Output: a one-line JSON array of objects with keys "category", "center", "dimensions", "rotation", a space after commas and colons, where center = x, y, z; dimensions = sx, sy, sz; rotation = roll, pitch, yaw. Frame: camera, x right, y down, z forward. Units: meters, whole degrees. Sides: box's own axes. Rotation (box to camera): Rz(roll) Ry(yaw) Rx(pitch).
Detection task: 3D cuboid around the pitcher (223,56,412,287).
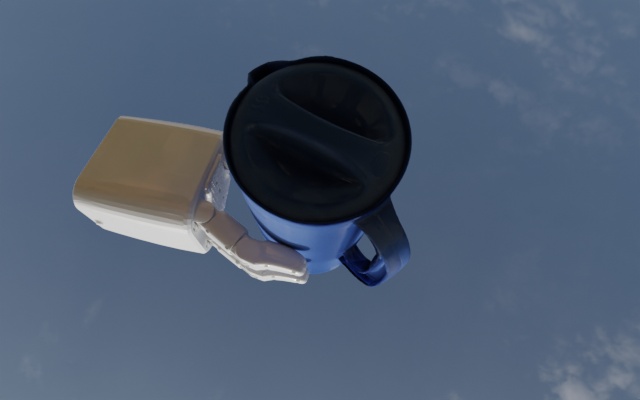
[{"category": "pitcher", "center": [0.000, 0.001, 0.438], "dimensions": [0.145, 0.149, 0.243], "rotation": [9, -20, 2]}]
